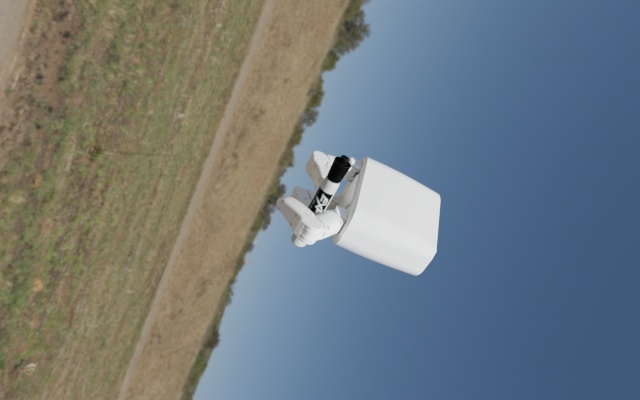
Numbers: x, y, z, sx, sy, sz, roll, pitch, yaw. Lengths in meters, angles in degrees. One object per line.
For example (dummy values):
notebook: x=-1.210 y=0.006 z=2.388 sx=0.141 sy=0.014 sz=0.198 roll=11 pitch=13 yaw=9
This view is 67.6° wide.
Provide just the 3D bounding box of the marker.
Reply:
marker: x=0.000 y=0.002 z=0.507 sx=0.020 sy=0.121 sz=0.020 roll=20 pitch=33 yaw=-14
